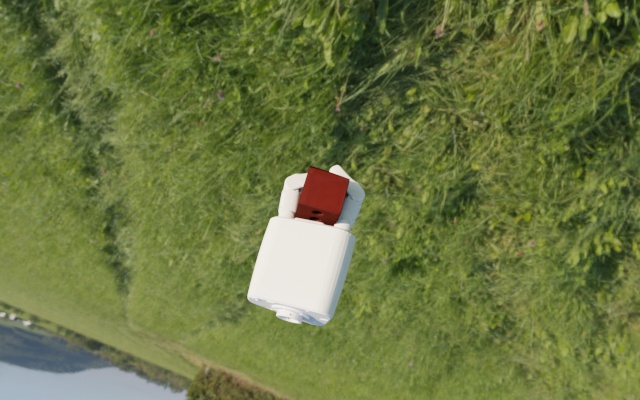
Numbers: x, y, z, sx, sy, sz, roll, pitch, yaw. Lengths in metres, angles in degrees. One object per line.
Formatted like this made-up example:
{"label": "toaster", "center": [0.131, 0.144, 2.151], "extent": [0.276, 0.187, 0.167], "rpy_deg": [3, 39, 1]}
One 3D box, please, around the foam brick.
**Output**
{"label": "foam brick", "center": [0.000, 0.002, 0.598], "extent": [0.053, 0.051, 0.078], "rpy_deg": [17, -23, -1]}
